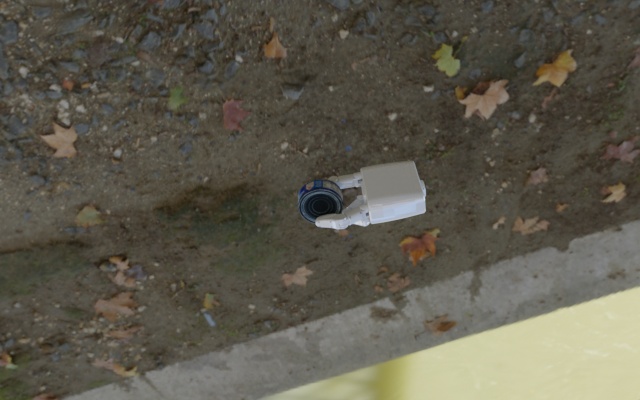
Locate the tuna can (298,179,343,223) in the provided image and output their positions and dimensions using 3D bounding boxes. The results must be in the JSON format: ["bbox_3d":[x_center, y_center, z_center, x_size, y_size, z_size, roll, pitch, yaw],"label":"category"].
[{"bbox_3d":[0.000,0.003,0.898,0.086,0.086,0.033,0,38,-1],"label":"tuna can"}]
